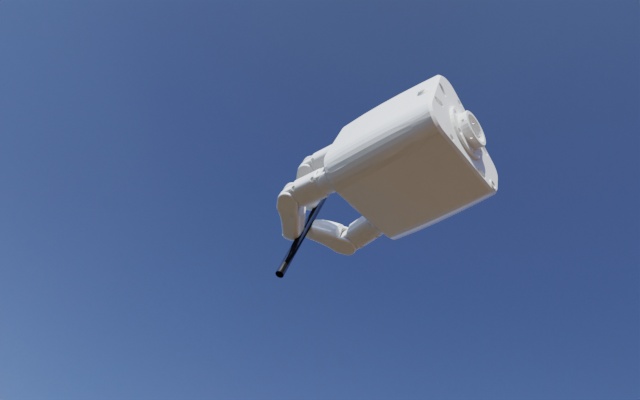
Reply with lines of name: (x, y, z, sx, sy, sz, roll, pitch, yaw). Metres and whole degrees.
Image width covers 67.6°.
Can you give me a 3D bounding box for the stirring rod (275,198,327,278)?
stirring rod: (0.000, 0.002, 0.522, 0.011, 0.011, 0.239, 0, 32, 21)
